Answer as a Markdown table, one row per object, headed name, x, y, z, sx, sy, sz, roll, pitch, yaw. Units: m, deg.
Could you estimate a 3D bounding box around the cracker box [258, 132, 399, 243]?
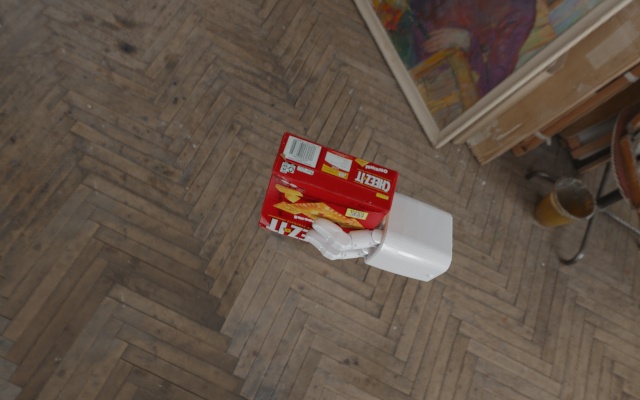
| name | x | y | z | sx | sy | sz | roll | pitch | yaw |
| --- | --- | --- | --- | --- | --- | --- | --- | --- | --- |
| cracker box | 0.000 | 0.002 | 0.711 | 0.164 | 0.072 | 0.214 | 19 | -25 | -5 |
